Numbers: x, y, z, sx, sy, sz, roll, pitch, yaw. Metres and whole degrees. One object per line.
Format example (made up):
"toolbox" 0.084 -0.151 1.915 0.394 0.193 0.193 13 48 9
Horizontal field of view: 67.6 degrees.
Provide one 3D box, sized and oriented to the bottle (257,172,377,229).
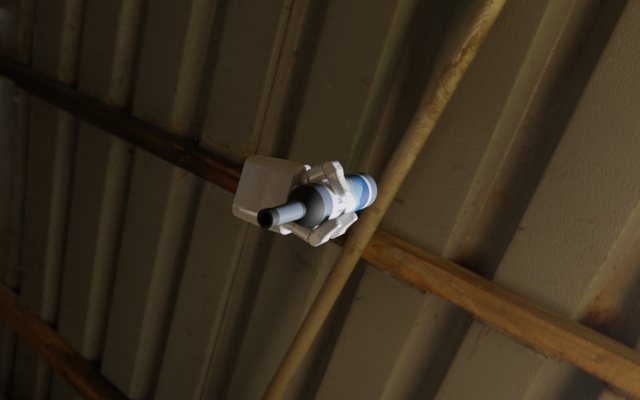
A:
"bottle" 0.000 0.002 0.756 0.069 0.069 0.295 0 9 31
